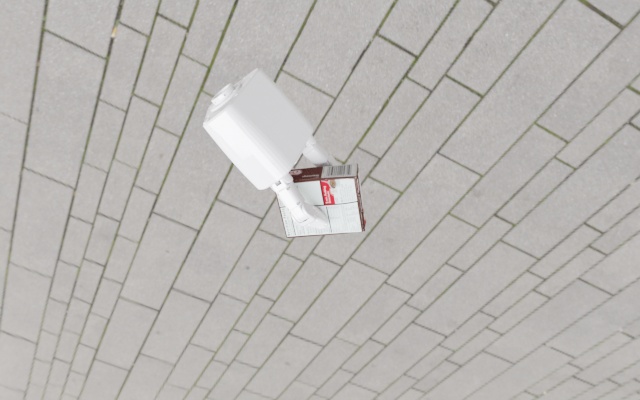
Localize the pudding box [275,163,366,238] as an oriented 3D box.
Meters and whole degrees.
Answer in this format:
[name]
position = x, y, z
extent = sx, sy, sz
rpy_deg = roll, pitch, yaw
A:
[pudding box]
position = 0.000, 0.002, 0.641
extent = 0.113, 0.090, 0.039
rpy_deg = -4, 32, 11
